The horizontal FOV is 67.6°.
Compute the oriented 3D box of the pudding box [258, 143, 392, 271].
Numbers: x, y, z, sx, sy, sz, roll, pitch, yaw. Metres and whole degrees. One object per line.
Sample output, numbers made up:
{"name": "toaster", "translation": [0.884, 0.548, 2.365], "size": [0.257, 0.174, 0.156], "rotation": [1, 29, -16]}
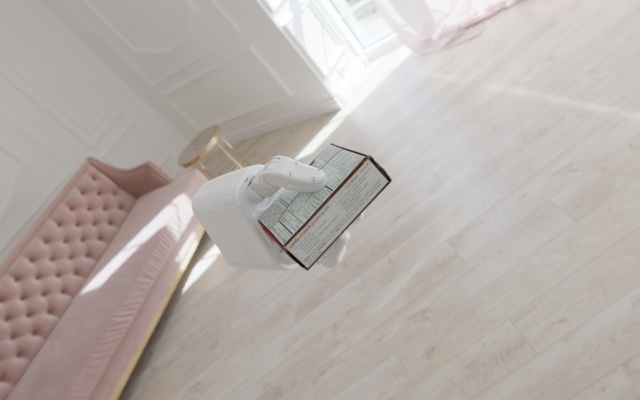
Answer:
{"name": "pudding box", "translation": [0.000, 0.001, 0.449], "size": [0.039, 0.113, 0.090], "rotation": [44, -4, -26]}
